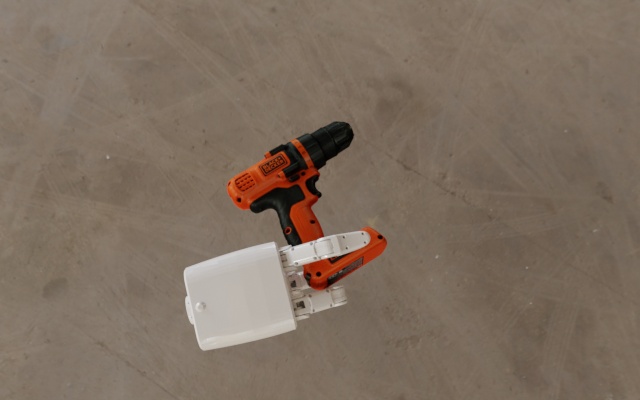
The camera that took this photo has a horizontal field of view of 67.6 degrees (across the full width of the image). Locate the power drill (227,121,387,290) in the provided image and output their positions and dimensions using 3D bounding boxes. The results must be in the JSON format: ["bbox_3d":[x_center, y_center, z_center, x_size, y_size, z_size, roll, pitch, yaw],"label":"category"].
[{"bbox_3d":[0.000,0.002,0.600,0.184,0.187,0.057,-32,-24,-8],"label":"power drill"}]
